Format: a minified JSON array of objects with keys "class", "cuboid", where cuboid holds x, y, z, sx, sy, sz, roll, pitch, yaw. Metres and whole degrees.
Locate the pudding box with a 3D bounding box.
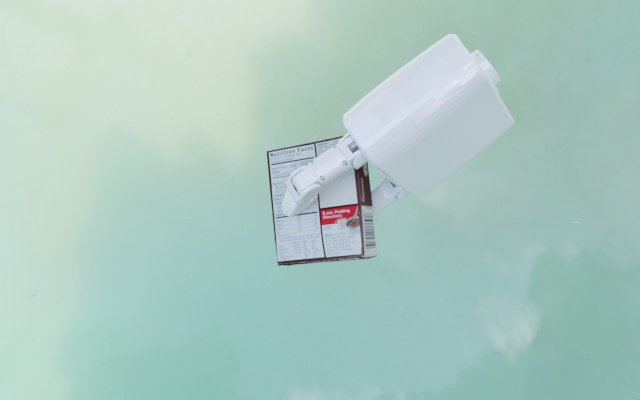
[{"class":"pudding box","cuboid":[0.000,0.001,0.446,0.090,0.113,0.039,-8,-8,24]}]
